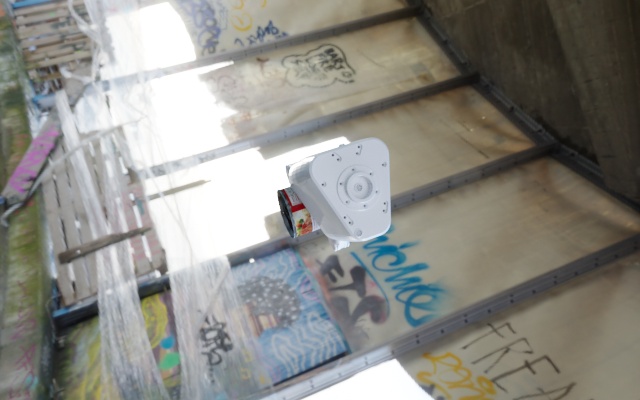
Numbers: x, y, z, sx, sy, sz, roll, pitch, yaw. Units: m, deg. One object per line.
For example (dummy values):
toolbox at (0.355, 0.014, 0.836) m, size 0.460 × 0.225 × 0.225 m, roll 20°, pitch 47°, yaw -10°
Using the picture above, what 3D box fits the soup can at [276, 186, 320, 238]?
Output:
soup can at (0.000, 0.002, 0.638) m, size 0.102 × 0.068 × 0.068 m, roll -19°, pitch 4°, yaw -13°
